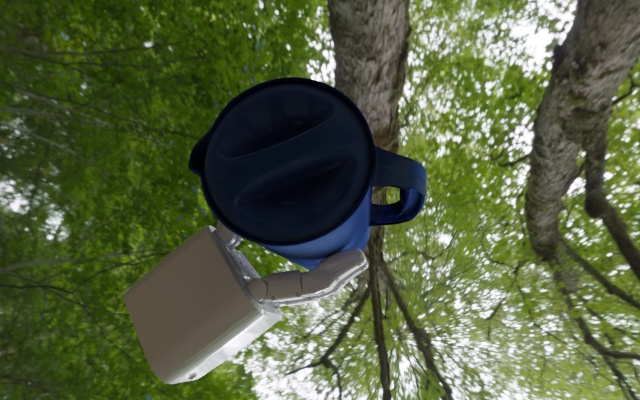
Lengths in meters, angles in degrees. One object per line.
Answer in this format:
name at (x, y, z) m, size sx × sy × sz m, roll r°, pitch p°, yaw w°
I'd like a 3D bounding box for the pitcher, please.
pitcher at (0.000, 0.002, 0.457) m, size 0.145 × 0.149 × 0.243 m, roll -40°, pitch -18°, yaw -4°
